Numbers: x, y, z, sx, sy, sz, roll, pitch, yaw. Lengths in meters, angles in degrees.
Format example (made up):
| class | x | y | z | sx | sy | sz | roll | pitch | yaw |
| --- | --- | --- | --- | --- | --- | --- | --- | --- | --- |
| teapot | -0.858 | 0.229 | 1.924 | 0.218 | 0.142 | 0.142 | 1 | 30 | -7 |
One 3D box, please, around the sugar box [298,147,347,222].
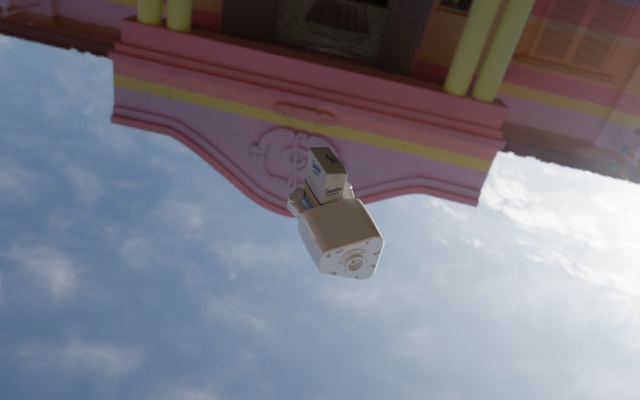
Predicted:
| class | x | y | z | sx | sy | sz | roll | pitch | yaw |
| --- | --- | --- | --- | --- | --- | --- | --- | --- | --- |
| sugar box | 0.001 | 0.003 | 0.853 | 0.048 | 0.176 | 0.093 | -2 | 35 | -23 |
